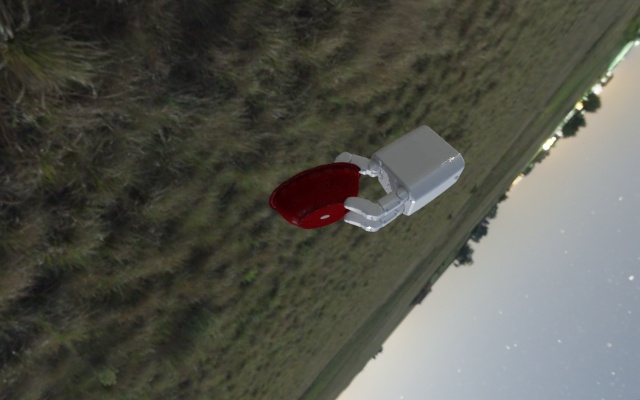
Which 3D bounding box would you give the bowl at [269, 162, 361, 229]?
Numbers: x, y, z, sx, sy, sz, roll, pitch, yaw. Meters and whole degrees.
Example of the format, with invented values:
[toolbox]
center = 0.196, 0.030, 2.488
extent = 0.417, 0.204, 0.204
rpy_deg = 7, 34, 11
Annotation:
[bowl]
center = -0.001, 0.003, 0.778
extent = 0.162, 0.055, 0.162
rpy_deg = -18, -21, -7
